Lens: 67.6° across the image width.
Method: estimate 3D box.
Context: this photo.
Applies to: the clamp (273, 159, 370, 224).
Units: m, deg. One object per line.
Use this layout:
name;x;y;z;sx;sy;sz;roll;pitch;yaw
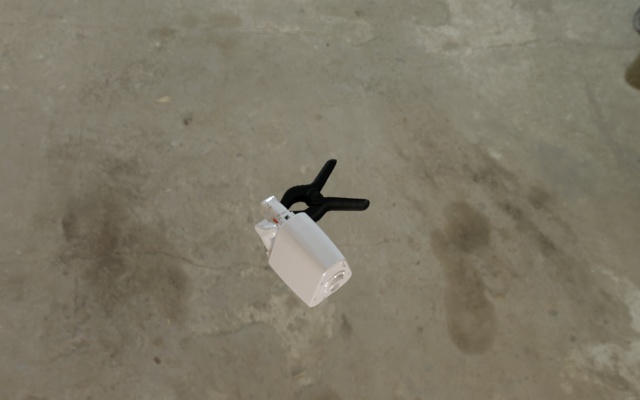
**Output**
clamp;0.000;0.002;0.844;0.171;0.120;0.039;-35;-29;-24
